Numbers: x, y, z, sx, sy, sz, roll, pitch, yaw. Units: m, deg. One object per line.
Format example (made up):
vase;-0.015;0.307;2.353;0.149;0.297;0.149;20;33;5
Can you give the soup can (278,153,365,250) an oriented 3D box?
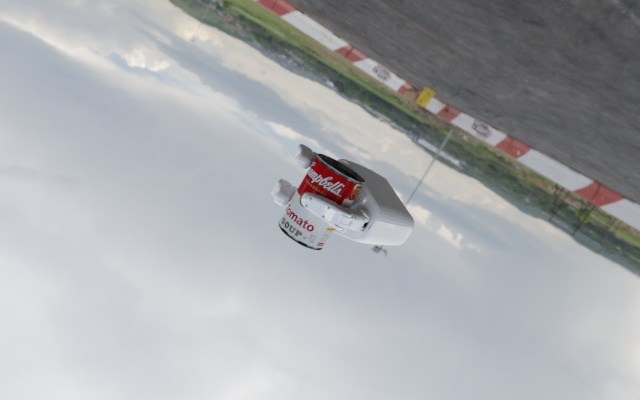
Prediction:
soup can;0.000;0.002;0.594;0.068;0.102;0.068;29;14;-8
